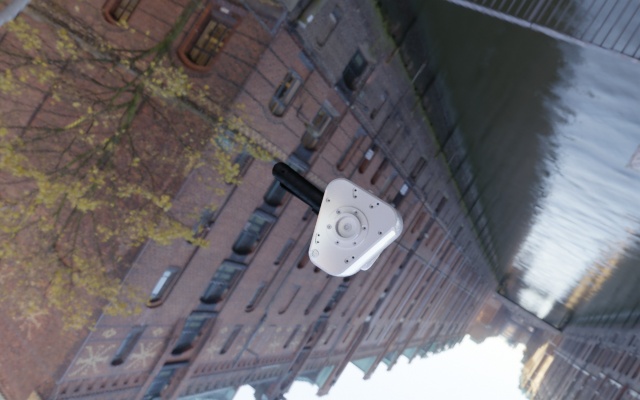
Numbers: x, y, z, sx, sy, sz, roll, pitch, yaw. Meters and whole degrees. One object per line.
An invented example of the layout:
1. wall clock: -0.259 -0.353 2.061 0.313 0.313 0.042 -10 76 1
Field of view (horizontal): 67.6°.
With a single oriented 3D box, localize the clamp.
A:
1. clamp: 0.000 0.003 0.686 0.171 0.039 0.120 32 1 13
